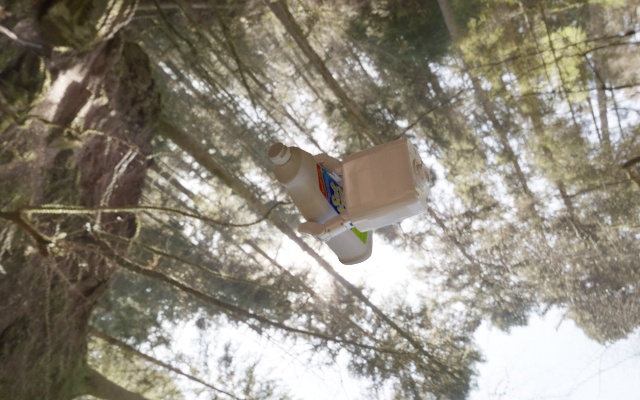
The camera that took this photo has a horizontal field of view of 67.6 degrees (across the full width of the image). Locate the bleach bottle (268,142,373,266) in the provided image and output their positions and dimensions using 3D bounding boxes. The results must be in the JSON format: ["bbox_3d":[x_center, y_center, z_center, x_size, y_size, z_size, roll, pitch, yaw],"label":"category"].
[{"bbox_3d":[0.000,0.002,0.760,0.068,0.102,0.251,-18,-43,26],"label":"bleach bottle"}]
